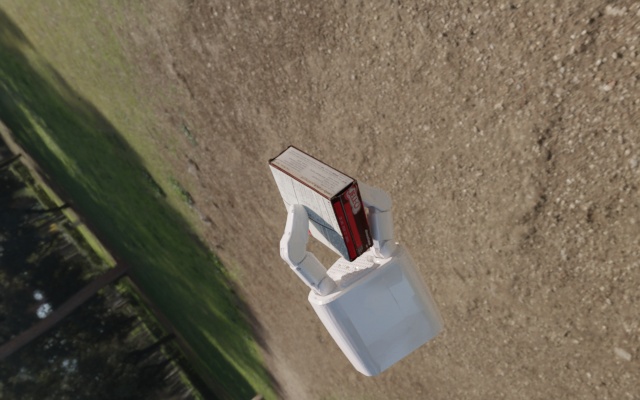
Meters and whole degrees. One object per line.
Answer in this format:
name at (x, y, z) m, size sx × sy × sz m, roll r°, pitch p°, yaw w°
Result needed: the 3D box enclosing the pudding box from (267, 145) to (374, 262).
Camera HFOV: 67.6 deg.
pudding box at (0.000, 0.002, 0.500) m, size 0.039 × 0.090 × 0.113 m, roll -37°, pitch 43°, yaw -23°
